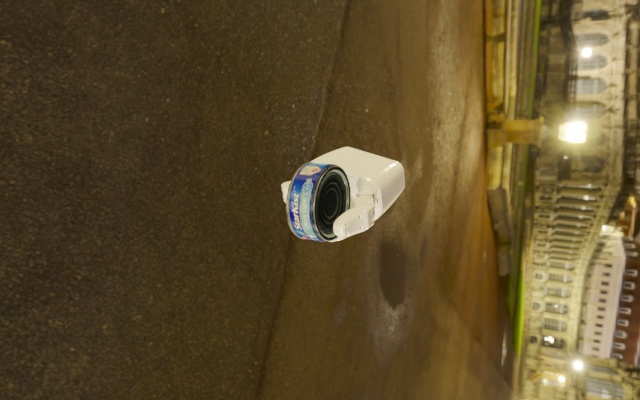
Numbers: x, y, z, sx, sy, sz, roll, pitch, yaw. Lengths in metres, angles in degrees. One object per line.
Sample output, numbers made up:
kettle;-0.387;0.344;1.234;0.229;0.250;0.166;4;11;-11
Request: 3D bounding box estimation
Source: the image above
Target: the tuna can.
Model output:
tuna can;0.001;0.002;0.521;0.034;0.086;0.086;7;3;30
